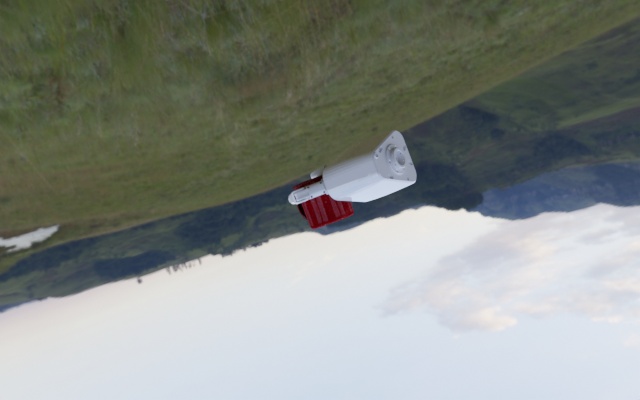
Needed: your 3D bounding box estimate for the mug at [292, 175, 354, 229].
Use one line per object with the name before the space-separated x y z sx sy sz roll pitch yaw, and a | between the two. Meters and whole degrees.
mug | -0.001 0.003 0.844 0.117 0.081 0.093 -21 -1 43
